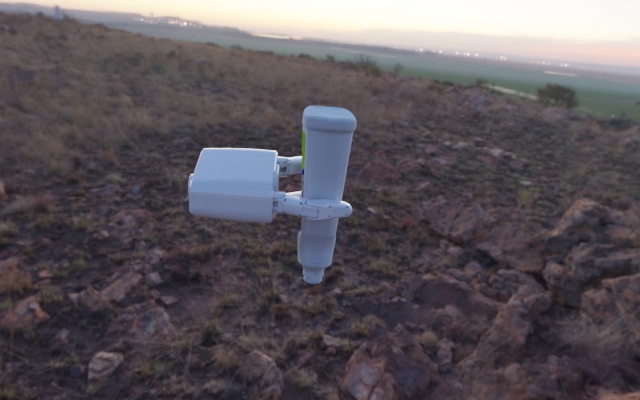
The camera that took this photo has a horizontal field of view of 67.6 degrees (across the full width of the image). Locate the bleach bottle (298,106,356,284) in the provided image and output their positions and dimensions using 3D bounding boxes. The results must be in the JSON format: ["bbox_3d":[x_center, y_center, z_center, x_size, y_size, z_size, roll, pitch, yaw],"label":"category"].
[{"bbox_3d":[0.000,0.002,0.661,0.068,0.251,0.102,4,19,-4],"label":"bleach bottle"}]
